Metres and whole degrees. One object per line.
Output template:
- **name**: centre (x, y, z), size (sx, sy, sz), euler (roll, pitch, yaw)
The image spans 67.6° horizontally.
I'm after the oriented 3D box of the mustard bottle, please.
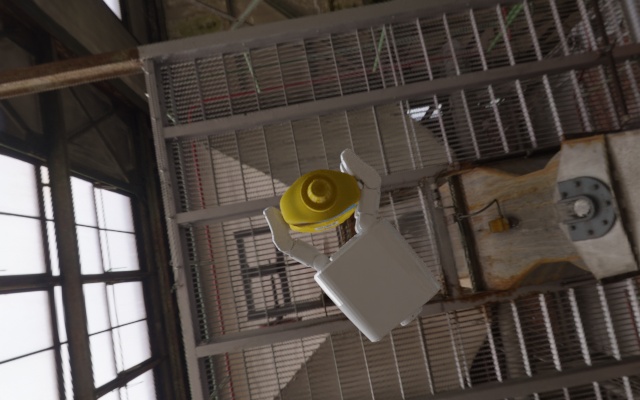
- **mustard bottle**: centre (0.000, 0.002, 0.581), size (0.096, 0.058, 0.191), euler (-16, -8, -1)
